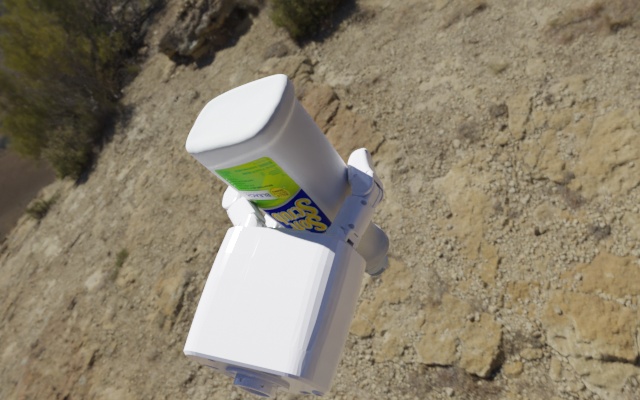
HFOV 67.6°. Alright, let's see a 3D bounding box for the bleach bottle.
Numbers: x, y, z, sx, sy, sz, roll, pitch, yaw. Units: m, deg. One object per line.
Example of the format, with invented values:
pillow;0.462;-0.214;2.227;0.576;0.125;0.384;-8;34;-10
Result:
bleach bottle;0.000;0.001;0.443;0.102;0.068;0.251;-7;-38;37
